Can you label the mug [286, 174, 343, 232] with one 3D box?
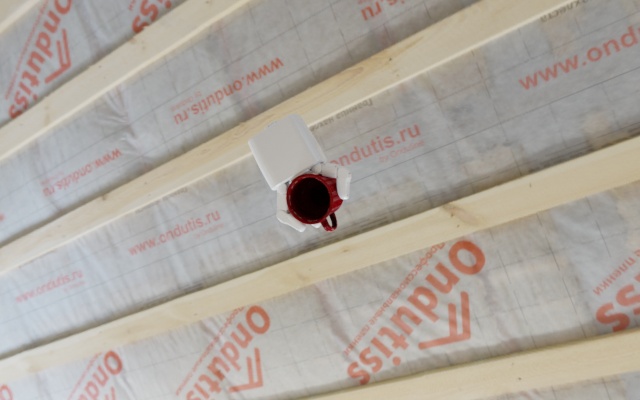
[{"bbox_3d":[0.001,0.004,0.896,0.093,0.117,0.081,-30,-4,23],"label":"mug"}]
